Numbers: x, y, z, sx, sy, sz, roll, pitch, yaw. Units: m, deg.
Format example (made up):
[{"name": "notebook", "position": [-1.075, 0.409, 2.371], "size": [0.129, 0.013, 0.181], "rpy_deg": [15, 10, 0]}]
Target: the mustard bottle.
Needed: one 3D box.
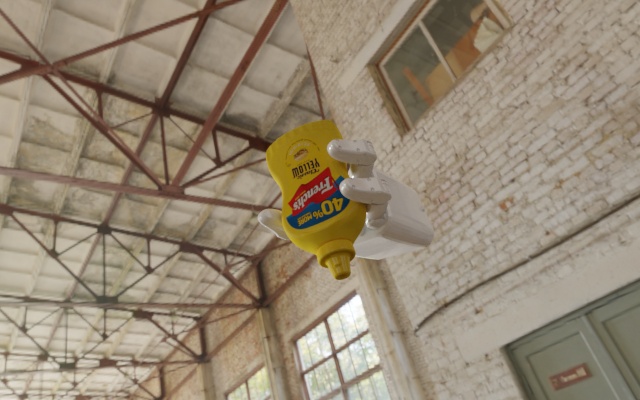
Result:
[{"name": "mustard bottle", "position": [0.000, 0.001, 0.543], "size": [0.096, 0.191, 0.058], "rpy_deg": [-23, -33, 10]}]
